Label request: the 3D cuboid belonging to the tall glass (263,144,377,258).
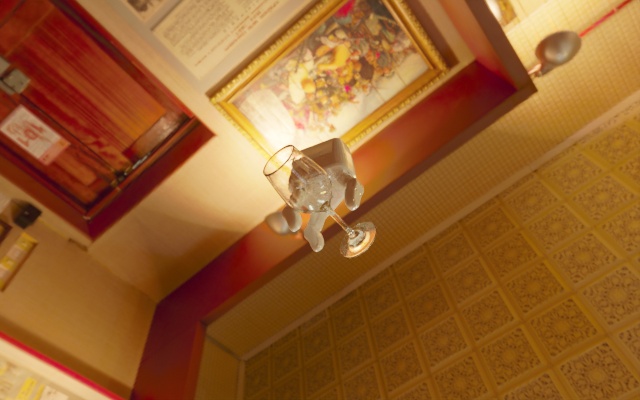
[{"bbox_3d":[0.001,0.003,0.748,0.201,0.079,0.079,45,-25,-27],"label":"tall glass"}]
